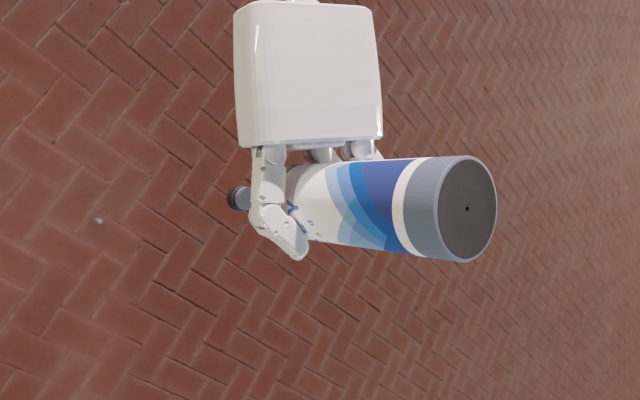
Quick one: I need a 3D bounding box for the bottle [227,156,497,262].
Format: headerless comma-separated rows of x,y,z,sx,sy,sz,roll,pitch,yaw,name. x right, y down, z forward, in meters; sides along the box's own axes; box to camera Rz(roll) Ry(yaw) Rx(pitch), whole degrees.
0.000,0.001,0.410,0.069,0.069,0.295,0,2,-39,bottle
